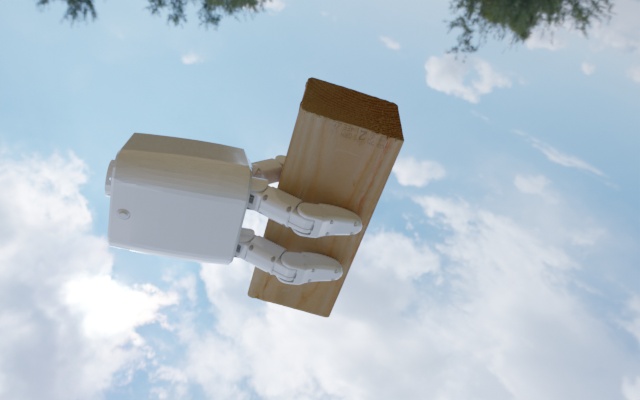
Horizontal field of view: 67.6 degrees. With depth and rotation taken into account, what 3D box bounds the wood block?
[{"bbox_3d":[0.000,0.001,0.465,0.090,0.206,0.090,16,31,-6],"label":"wood block"}]
